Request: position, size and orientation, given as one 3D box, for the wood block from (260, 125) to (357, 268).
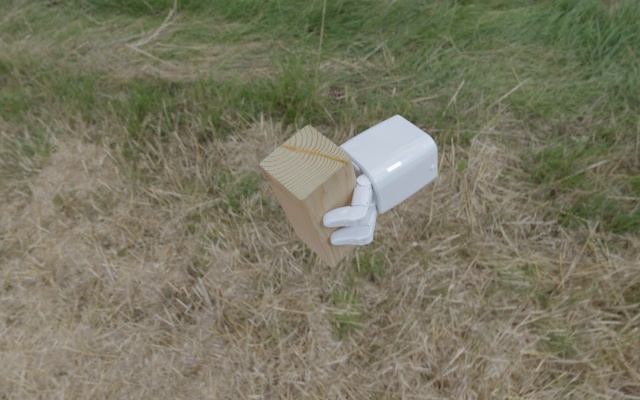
[{"bbox_3d":[0.000,0.002,0.699,0.090,0.090,0.206,41,-15,31],"label":"wood block"}]
